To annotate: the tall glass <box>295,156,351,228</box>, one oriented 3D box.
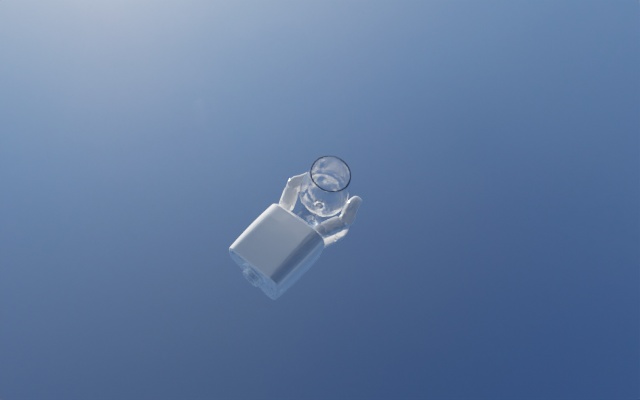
[{"bbox_3d":[0.000,0.003,0.793,0.079,0.079,0.201,0,-26,-10],"label":"tall glass"}]
